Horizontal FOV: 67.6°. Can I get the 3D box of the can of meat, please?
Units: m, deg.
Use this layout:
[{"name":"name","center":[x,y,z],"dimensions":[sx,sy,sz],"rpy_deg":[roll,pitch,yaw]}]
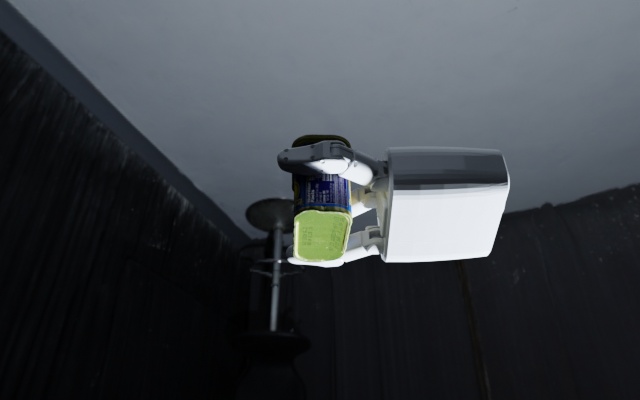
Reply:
[{"name":"can of meat","center":[0.000,0.002,0.461],"dimensions":[0.057,0.084,0.102],"rpy_deg":[1,-34,-3]}]
